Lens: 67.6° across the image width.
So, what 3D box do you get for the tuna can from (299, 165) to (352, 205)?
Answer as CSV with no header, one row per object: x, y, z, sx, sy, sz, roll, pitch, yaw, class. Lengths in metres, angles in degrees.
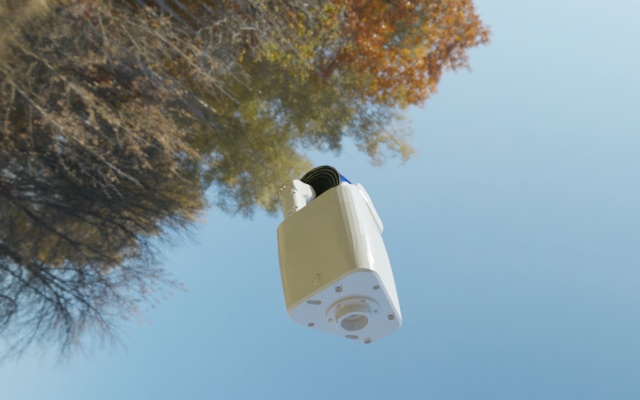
0.000,0.002,0.581,0.086,0.086,0.034,0,-29,48,tuna can
